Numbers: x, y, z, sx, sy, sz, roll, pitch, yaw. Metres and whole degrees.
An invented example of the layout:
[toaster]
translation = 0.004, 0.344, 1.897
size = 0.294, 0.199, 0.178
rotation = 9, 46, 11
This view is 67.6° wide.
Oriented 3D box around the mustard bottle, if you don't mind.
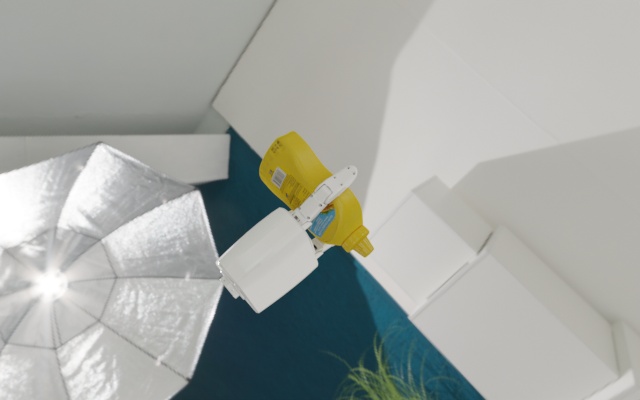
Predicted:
[mustard bottle]
translation = 0.000, 0.002, 0.646
size = 0.058, 0.191, 0.096
rotation = -32, -17, -40
